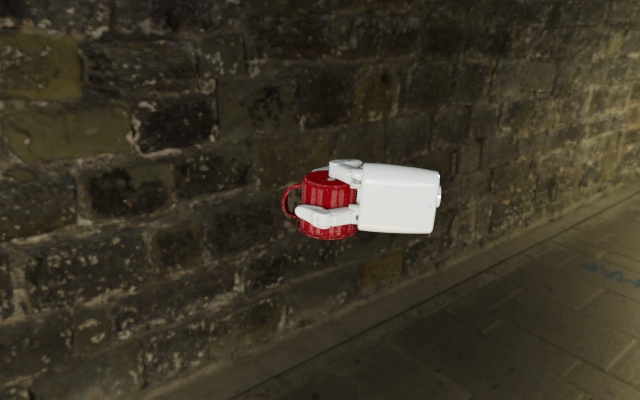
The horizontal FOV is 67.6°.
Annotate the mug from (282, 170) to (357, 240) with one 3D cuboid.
[{"bbox_3d":[-0.001,0.002,0.727,0.117,0.081,0.093,5,21,3],"label":"mug"}]
